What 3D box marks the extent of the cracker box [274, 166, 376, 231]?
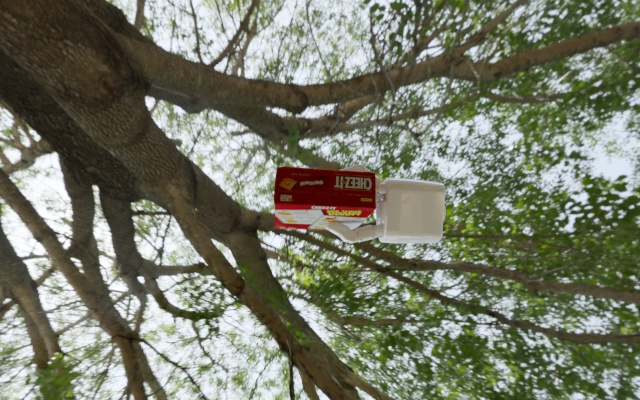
[{"bbox_3d":[0.000,0.003,0.859,0.164,0.072,0.214,2,-14,-4],"label":"cracker box"}]
